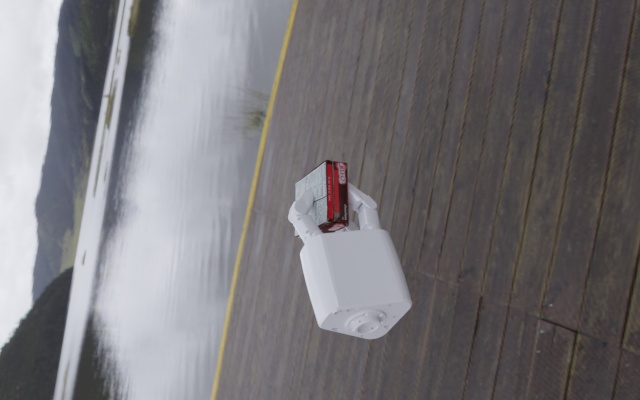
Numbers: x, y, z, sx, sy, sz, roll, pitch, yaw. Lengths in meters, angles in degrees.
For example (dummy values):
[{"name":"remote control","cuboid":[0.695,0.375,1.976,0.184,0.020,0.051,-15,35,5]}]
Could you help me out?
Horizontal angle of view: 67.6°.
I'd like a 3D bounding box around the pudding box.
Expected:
[{"name":"pudding box","cuboid":[0.000,0.002,0.682,0.039,0.090,0.113,8,-18,-26]}]
